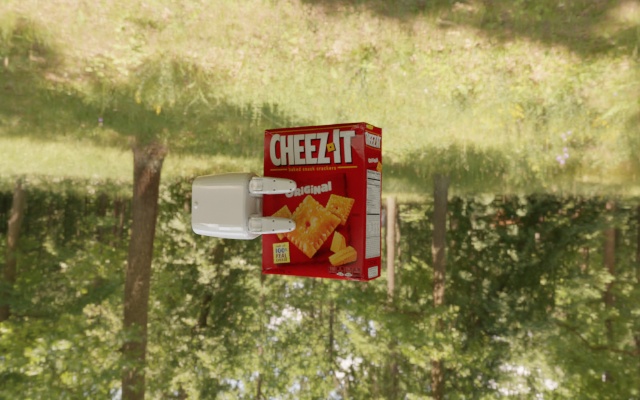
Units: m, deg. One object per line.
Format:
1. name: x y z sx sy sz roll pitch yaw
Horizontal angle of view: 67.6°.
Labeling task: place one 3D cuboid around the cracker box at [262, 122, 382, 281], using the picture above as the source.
1. cracker box: 0.000 0.002 0.682 0.164 0.213 0.072 0 -1 27
